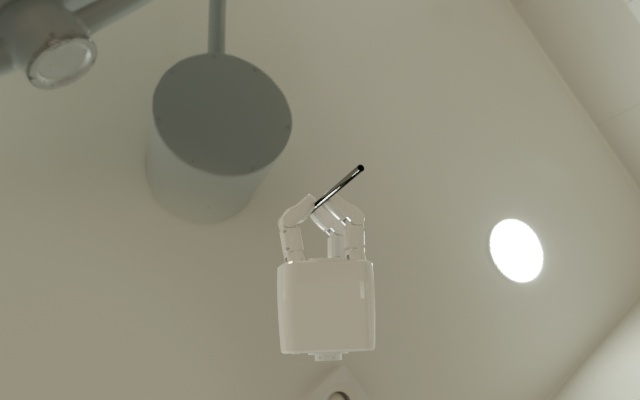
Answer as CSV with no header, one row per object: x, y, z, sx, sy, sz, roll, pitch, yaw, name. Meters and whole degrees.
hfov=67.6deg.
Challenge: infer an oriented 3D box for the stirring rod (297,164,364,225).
0.000,0.002,0.607,0.011,0.011,0.239,0,-17,-22,stirring rod
